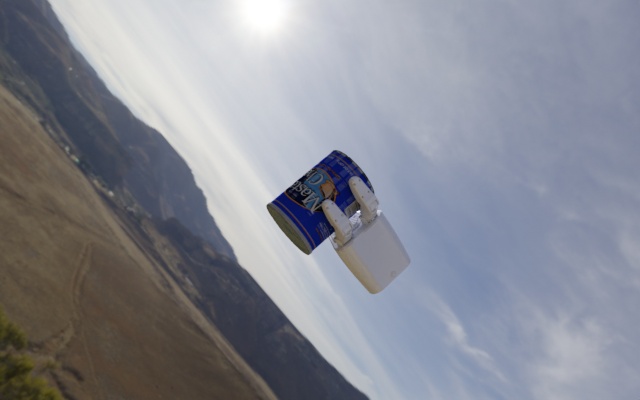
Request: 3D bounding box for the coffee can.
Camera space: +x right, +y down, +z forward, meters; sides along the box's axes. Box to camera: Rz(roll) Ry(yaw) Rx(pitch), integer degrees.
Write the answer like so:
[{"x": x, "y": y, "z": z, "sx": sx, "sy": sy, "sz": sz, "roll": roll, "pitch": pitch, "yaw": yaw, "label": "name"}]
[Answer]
[{"x": 0.000, "y": 0.002, "z": 0.756, "sx": 0.140, "sy": 0.103, "sz": 0.103, "roll": -40, "pitch": 11, "yaw": -14, "label": "coffee can"}]
